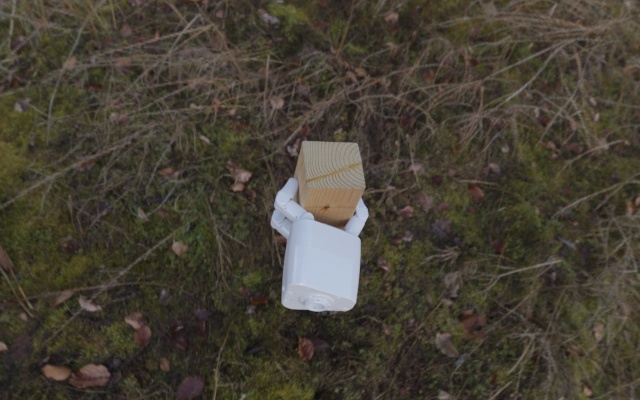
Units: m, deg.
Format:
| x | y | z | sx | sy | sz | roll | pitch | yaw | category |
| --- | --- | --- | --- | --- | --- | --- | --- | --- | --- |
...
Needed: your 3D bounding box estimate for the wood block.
| x | y | z | sx | sy | sz | roll | pitch | yaw | category |
| --- | --- | --- | --- | --- | --- | --- | --- | --- | --- |
| 0.000 | 0.003 | 0.795 | 0.091 | 0.090 | 0.206 | 1 | -34 | -13 | wood block |
